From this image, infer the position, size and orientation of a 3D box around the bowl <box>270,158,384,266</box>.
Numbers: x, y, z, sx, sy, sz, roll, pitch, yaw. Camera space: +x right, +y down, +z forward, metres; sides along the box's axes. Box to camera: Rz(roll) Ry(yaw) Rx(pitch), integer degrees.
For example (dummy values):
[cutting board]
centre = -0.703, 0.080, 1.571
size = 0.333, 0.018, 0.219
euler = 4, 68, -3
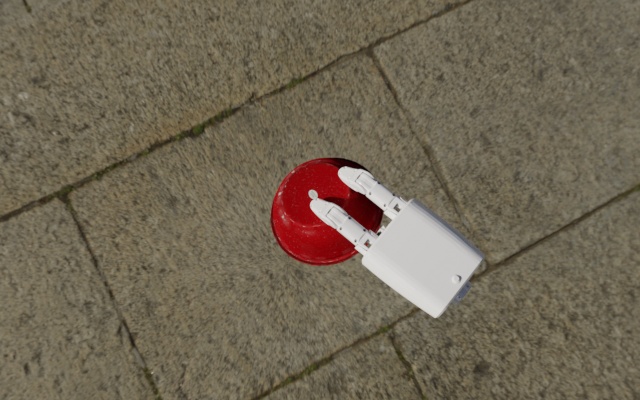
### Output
[bowl]
centre = -0.001, 0.001, 0.636
size = 0.162, 0.162, 0.055
euler = 0, -24, 18
